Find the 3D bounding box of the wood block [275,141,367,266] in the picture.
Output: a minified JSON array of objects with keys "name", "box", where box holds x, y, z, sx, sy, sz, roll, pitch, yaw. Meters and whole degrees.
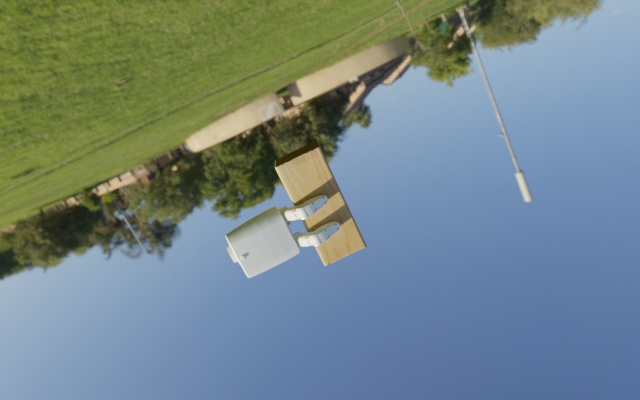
[{"name":"wood block","box":[0.000,0.003,0.897,0.090,0.206,0.090,-25,15,2]}]
